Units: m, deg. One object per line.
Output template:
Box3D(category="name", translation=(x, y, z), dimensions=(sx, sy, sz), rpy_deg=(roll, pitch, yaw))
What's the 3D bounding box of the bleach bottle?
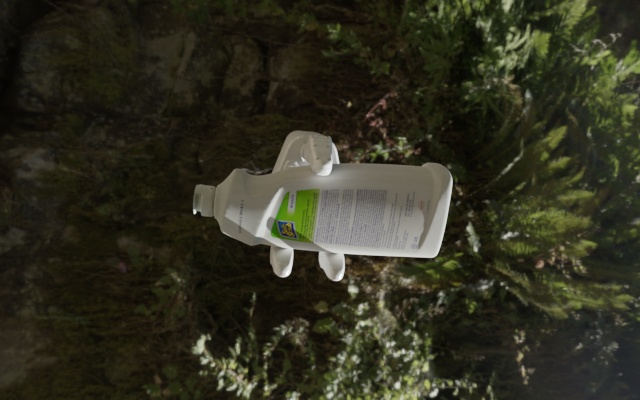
Box3D(category="bleach bottle", translation=(0.000, 0.002, 0.490), dimensions=(0.251, 0.102, 0.068), rpy_deg=(5, 13, -8))
